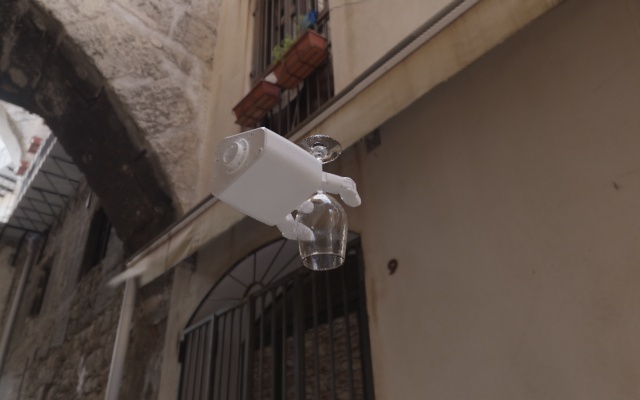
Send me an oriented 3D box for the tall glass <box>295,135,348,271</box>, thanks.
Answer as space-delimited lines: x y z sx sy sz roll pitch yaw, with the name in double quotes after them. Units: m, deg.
0.000 0.002 0.726 0.079 0.201 0.079 -2 -31 -1 "tall glass"
